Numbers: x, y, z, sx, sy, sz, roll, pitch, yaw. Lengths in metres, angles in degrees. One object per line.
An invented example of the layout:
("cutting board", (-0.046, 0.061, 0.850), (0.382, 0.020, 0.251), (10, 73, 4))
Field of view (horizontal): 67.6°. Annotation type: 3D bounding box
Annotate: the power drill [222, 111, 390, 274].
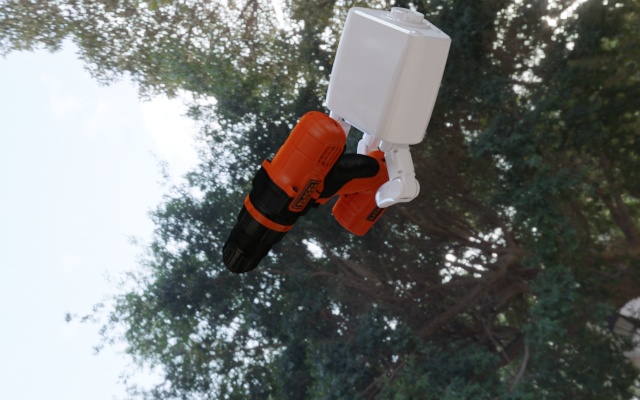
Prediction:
("power drill", (0.000, 0.001, 0.507), (0.057, 0.184, 0.187), (48, 25, 26))
